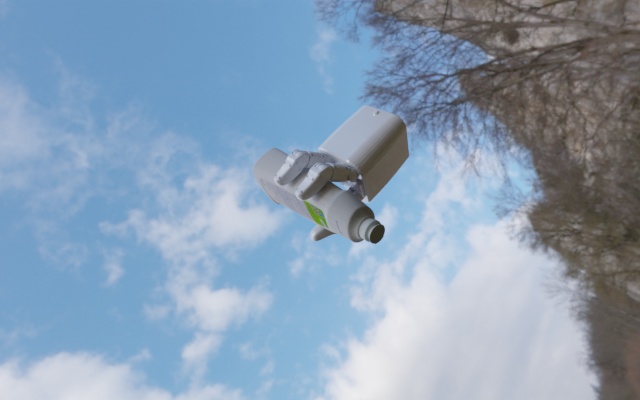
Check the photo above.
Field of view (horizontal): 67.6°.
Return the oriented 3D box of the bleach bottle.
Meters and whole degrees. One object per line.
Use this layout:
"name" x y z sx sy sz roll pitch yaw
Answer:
"bleach bottle" 0.000 0.002 0.709 0.250 0.068 0.103 31 -17 44
